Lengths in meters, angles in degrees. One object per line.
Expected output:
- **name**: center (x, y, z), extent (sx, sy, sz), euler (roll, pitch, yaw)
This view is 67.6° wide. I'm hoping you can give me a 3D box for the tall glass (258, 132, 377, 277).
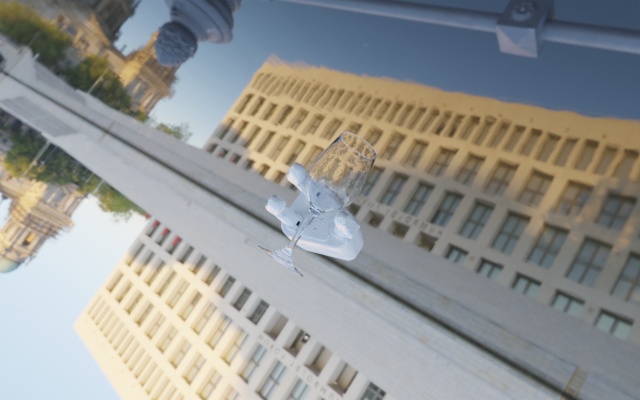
- **tall glass**: center (0.000, 0.003, 0.663), extent (0.079, 0.201, 0.079), euler (33, -10, 7)
